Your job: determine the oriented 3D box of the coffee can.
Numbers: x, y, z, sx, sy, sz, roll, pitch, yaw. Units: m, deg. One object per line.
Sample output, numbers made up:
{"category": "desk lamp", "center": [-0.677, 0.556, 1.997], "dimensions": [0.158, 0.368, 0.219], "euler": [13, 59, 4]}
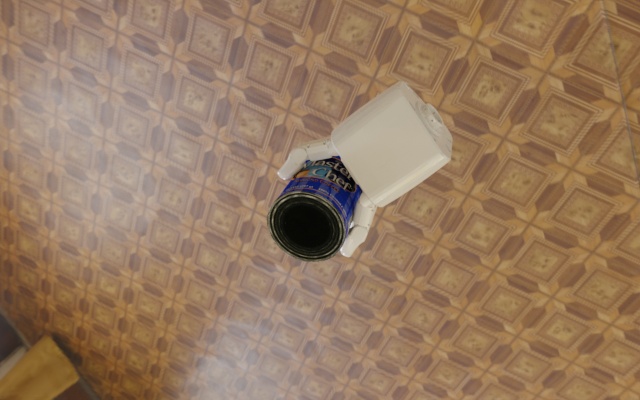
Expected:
{"category": "coffee can", "center": [0.000, 0.002, 0.648], "dimensions": [0.103, 0.103, 0.140], "euler": [0, 28, 18]}
